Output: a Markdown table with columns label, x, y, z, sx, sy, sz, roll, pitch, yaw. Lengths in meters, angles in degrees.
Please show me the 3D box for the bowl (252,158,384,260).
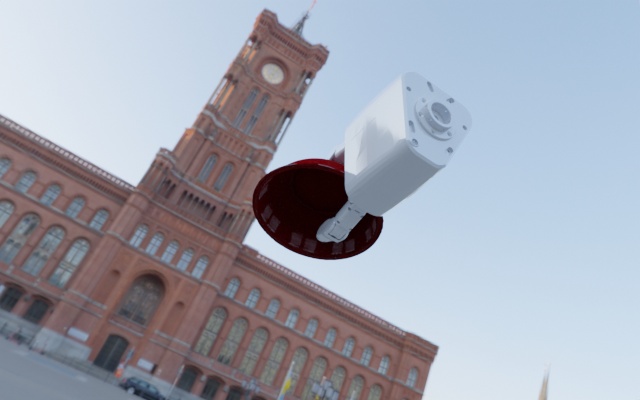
| label | x | y | z | sx | sy | sz | roll | pitch | yaw |
| --- | --- | --- | --- | --- | --- | --- | --- | --- | --- |
| bowl | -0.001 | 0.002 | 0.595 | 0.162 | 0.162 | 0.055 | 0 | 42 | 15 |
